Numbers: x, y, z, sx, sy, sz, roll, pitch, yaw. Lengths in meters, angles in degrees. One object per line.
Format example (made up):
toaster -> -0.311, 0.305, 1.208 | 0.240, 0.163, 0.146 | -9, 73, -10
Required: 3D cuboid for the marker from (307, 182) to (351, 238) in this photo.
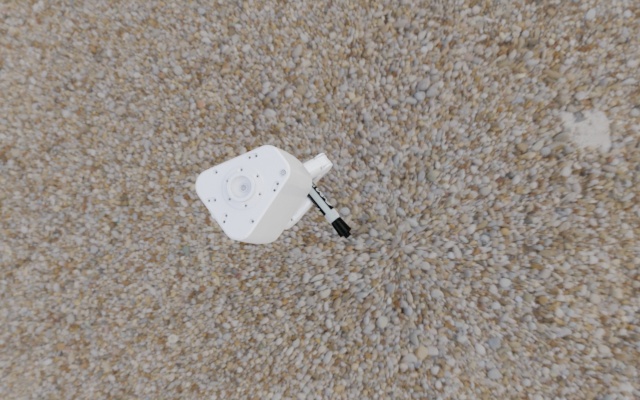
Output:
marker -> 0.000, 0.002, 0.647 | 0.020, 0.121, 0.020 | -37, -11, -8
